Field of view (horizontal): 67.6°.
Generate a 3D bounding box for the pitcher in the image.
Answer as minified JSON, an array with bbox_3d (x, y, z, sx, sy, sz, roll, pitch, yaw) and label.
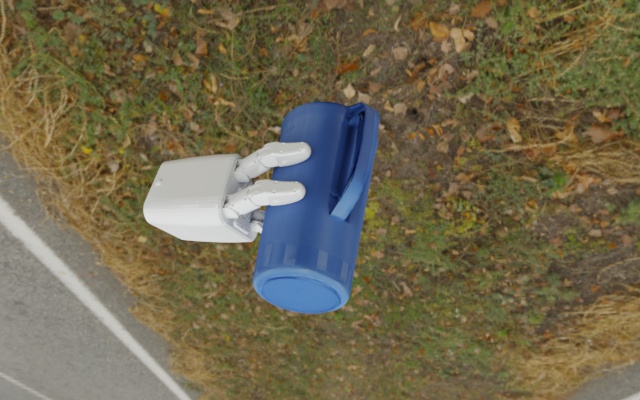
[{"bbox_3d":[0.000,0.002,0.577,0.145,0.242,0.149,0,-36,14],"label":"pitcher"}]
